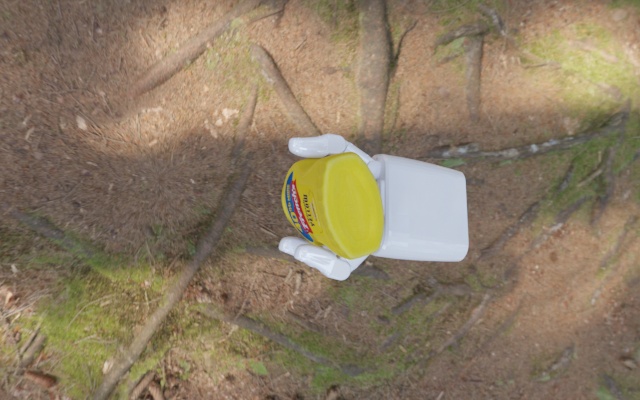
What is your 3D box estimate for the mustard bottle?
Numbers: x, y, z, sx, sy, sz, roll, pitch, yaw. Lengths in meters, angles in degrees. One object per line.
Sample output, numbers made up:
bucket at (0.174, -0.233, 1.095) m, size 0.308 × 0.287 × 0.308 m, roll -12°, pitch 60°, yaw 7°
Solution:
mustard bottle at (0.000, 0.002, 0.509) m, size 0.058 × 0.096 × 0.191 m, roll -18°, pitch 8°, yaw -17°
